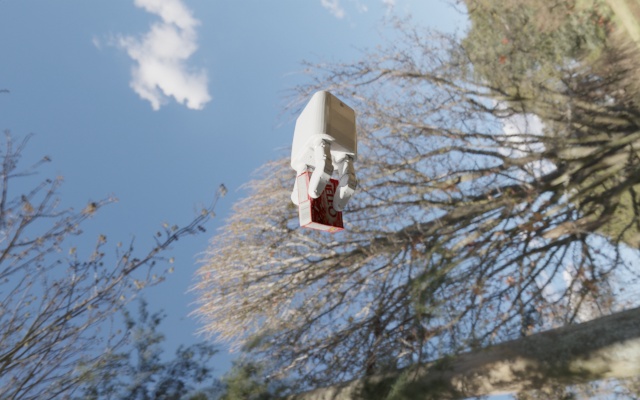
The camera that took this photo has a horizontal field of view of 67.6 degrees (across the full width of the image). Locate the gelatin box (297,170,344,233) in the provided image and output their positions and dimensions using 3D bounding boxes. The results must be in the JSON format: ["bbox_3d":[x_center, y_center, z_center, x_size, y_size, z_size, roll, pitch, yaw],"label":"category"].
[{"bbox_3d":[0.000,0.003,0.772,0.073,0.089,0.030,15,-28,-42],"label":"gelatin box"}]
